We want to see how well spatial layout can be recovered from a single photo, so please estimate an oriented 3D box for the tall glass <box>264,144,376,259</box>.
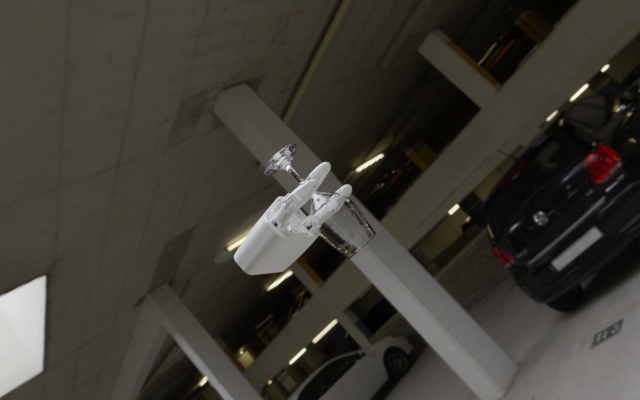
[{"bbox_3d":[0.000,0.002,0.783,0.079,0.201,0.079,-42,-11,-10],"label":"tall glass"}]
